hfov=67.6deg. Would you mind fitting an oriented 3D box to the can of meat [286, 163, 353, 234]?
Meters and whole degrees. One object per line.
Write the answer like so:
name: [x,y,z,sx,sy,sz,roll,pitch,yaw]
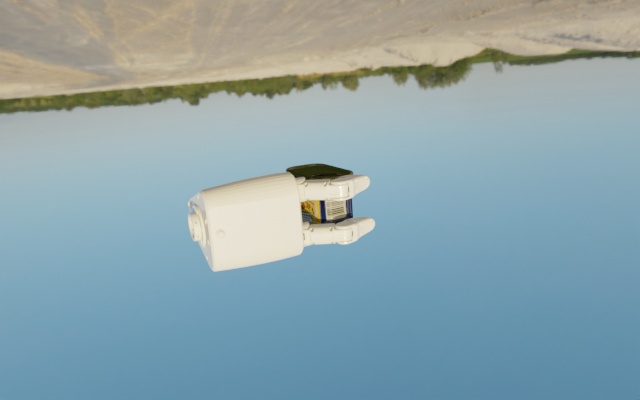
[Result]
can of meat: [0.000,0.002,0.612,0.057,0.084,0.102,-12,16,-27]
